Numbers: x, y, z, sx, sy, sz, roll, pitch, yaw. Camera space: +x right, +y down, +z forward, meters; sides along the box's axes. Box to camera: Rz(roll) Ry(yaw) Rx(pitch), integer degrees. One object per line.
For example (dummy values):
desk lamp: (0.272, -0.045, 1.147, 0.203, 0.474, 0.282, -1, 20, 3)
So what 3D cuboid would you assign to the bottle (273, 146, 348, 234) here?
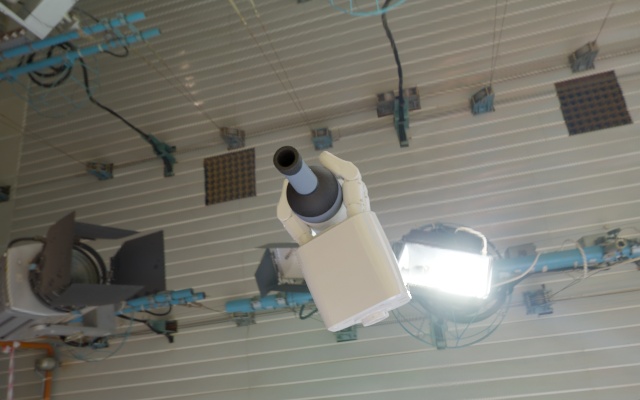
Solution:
bottle: (0.000, 0.002, 0.609, 0.069, 0.069, 0.296, 0, -17, 14)
